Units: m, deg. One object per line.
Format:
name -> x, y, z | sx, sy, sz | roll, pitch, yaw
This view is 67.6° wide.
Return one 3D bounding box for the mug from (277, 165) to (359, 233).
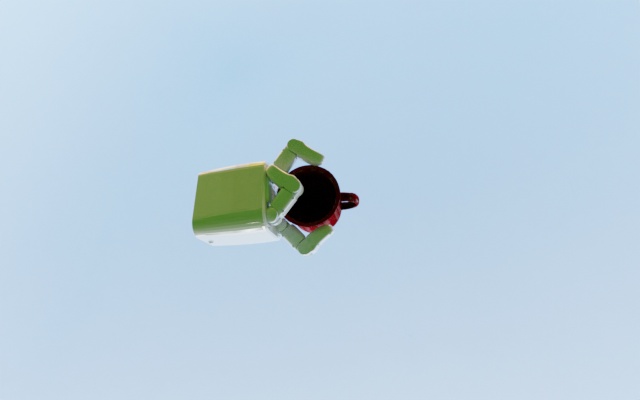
mug -> 0.002, 0.002, 0.719 | 0.117, 0.093, 0.081 | -5, -16, 8
